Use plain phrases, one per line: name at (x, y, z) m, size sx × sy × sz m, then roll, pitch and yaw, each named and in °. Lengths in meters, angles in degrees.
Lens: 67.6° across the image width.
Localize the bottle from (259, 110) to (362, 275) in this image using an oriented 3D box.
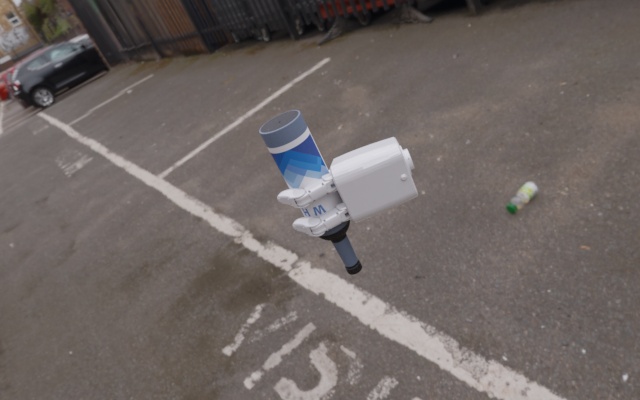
bottle at (0.000, 0.002, 0.757) m, size 0.069 × 0.296 × 0.069 m, roll -21°, pitch 28°, yaw 12°
